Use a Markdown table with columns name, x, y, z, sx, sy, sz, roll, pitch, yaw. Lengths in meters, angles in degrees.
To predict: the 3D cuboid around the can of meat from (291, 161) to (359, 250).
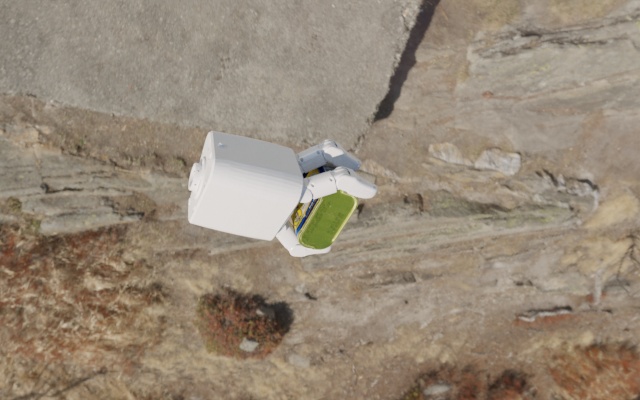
| name | x | y | z | sx | sy | sz | roll | pitch | yaw |
| --- | --- | --- | --- | --- | --- | --- | --- | --- | --- |
| can of meat | 0.000 | 0.002 | 0.625 | 0.057 | 0.102 | 0.084 | 16 | 30 | -25 |
